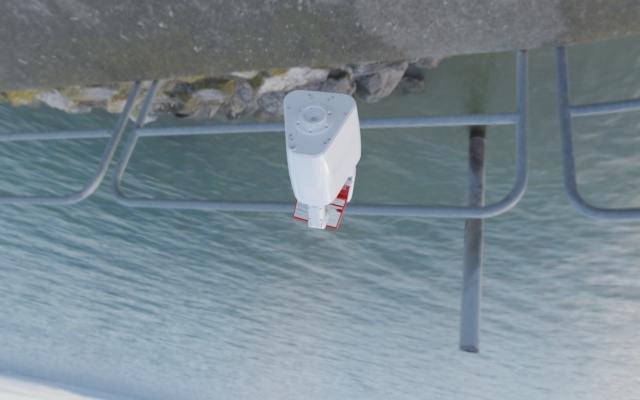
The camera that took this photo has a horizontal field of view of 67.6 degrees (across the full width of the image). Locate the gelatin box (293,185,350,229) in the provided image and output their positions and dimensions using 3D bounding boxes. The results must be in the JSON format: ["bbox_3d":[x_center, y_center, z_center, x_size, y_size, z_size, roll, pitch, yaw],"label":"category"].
[{"bbox_3d":[0.000,0.003,0.728,0.073,0.030,0.089,14,-35,-1],"label":"gelatin box"}]
